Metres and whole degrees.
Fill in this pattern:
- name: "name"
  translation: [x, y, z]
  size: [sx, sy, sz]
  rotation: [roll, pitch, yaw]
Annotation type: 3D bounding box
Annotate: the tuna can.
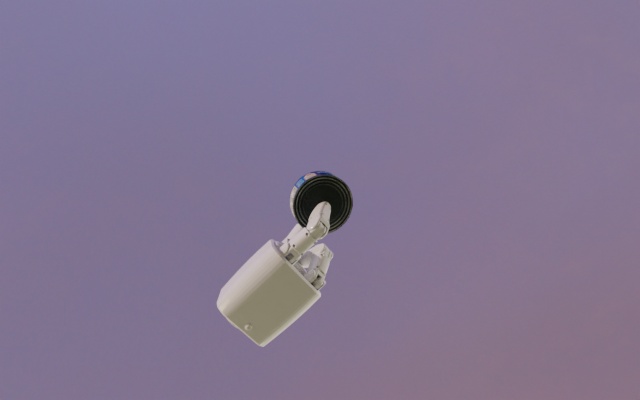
- name: "tuna can"
  translation: [0.000, 0.002, 0.673]
  size: [0.086, 0.086, 0.033]
  rotation: [0, 15, -15]
